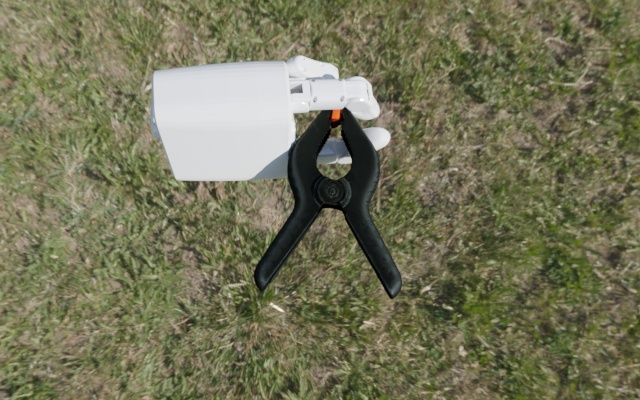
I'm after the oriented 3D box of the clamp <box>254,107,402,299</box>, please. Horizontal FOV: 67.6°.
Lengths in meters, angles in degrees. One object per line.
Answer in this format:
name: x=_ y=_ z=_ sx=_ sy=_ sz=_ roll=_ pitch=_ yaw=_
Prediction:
clamp: x=0.000 y=0.001 z=0.402 sx=0.120 sy=0.171 sz=0.039 roll=-4 pitch=-12 yaw=-7
